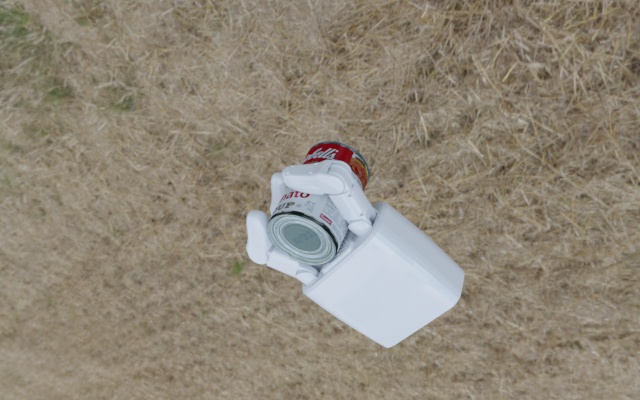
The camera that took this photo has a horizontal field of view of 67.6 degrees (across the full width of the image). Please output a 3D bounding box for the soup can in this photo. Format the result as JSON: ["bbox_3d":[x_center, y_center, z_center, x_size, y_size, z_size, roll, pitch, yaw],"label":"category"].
[{"bbox_3d":[0.000,0.001,0.447,0.068,0.068,0.102,0,42,28],"label":"soup can"}]
